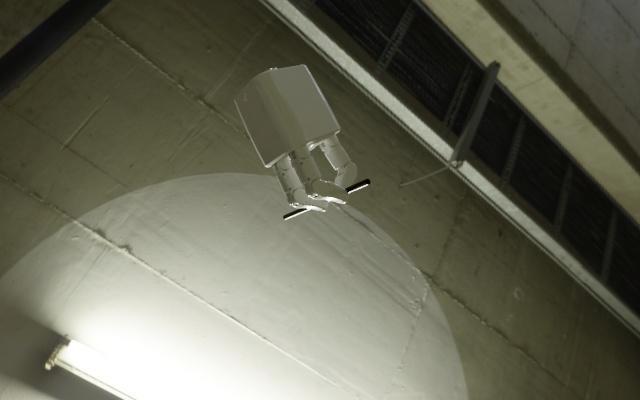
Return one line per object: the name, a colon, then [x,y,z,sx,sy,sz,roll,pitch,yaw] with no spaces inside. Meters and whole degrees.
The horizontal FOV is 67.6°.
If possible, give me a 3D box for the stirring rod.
stirring rod: [0.000,0.002,0.701,0.011,0.011,0.239,0,-12,-30]
